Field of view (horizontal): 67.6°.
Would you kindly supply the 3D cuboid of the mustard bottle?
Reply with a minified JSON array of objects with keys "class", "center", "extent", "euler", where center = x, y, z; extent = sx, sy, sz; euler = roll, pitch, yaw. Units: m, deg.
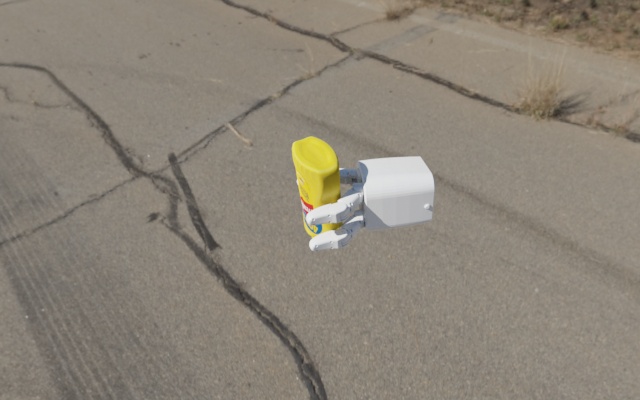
[{"class":"mustard bottle","center":[0.000,0.002,0.745],"extent":[0.058,0.192,0.096],"euler":[-23,43,-17]}]
